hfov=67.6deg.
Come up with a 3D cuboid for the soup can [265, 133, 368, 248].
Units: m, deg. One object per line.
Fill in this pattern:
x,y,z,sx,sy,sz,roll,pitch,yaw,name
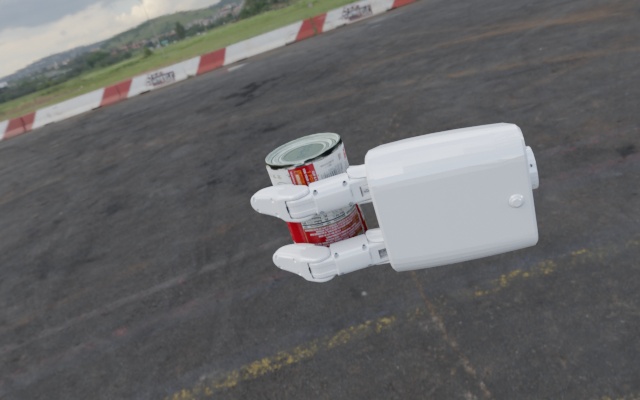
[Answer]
0.000,0.001,0.411,0.068,0.102,0.068,-16,23,7,soup can
